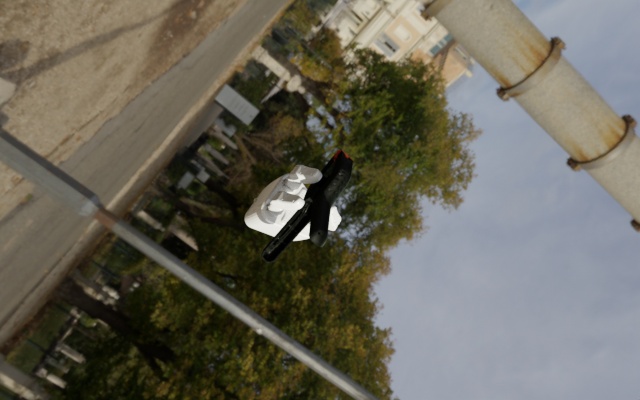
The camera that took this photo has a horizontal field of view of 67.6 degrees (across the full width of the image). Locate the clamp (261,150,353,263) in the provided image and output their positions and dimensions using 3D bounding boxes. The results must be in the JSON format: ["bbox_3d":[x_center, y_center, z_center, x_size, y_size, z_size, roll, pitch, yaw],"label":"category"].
[{"bbox_3d":[0.001,0.002,0.723,0.036,0.210,0.164,41,-25,-18],"label":"clamp"}]
